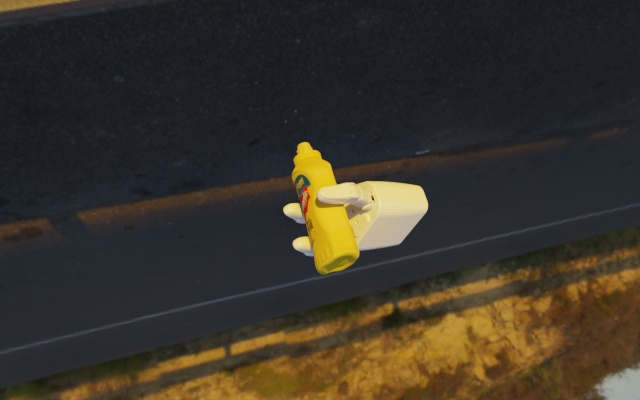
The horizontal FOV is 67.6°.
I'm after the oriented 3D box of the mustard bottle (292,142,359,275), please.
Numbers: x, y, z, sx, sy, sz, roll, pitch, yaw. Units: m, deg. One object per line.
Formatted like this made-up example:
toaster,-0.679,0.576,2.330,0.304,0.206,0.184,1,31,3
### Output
mustard bottle,0.000,0.003,0.683,0.058,0.191,0.096,-11,-21,-14
